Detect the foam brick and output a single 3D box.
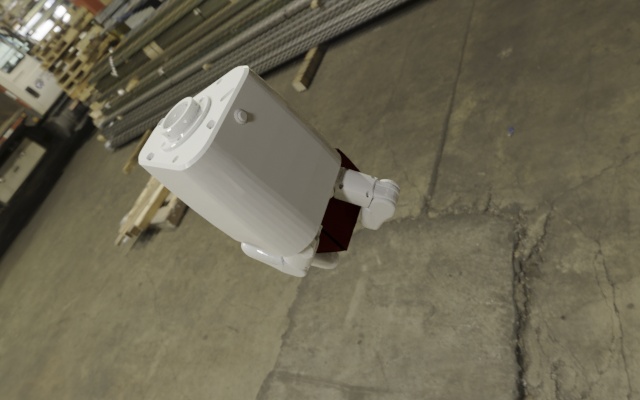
[{"bbox_3d":[0.000,0.001,0.423,0.053,0.078,0.051,-10,-41,40],"label":"foam brick"}]
